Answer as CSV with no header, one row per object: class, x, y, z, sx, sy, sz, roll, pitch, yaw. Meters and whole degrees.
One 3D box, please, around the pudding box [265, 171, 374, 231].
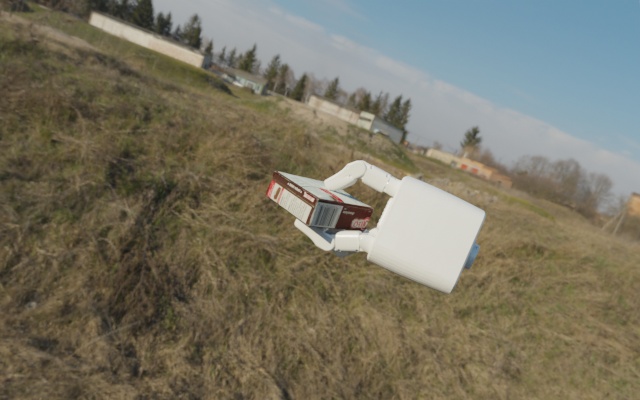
pudding box,0.000,0.002,0.613,0.113,0.039,0.090,11,15,-48
